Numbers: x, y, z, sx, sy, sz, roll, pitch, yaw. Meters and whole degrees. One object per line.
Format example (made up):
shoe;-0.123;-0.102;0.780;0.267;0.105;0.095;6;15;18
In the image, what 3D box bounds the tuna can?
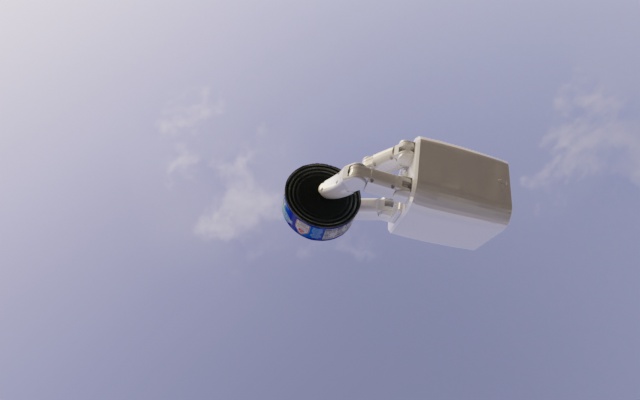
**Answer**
tuna can;0.000;0.002;0.536;0.086;0.086;0.034;0;-34;-13
